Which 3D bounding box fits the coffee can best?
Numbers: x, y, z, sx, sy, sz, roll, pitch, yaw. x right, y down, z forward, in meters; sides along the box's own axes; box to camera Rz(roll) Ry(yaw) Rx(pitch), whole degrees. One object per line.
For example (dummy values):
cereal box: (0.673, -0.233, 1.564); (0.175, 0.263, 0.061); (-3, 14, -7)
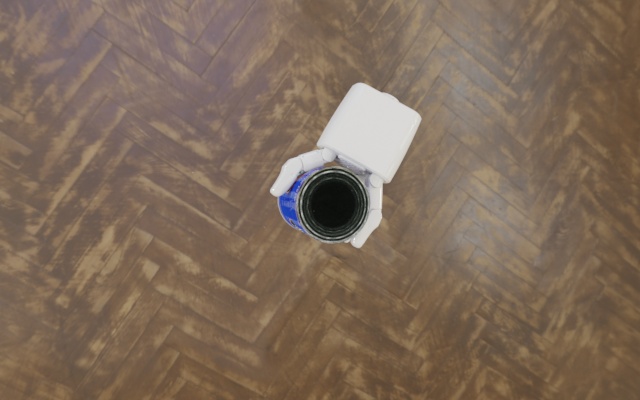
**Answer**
coffee can: (0.000, 0.002, 0.693); (0.103, 0.103, 0.140); (0, 3, -15)
